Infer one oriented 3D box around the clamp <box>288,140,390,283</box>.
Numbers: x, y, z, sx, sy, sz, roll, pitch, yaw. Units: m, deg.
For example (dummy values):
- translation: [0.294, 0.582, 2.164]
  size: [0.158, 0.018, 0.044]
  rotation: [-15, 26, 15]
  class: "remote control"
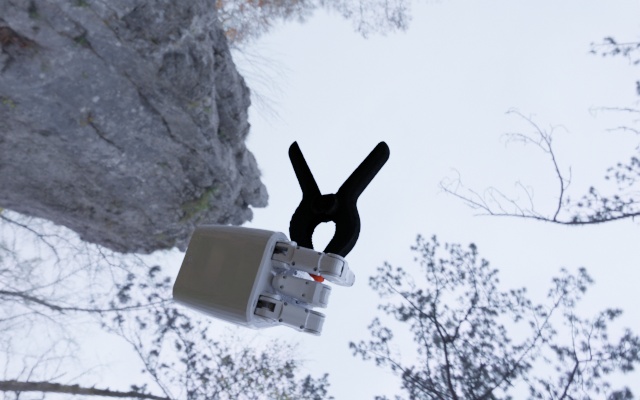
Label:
- translation: [0.000, 0.002, 0.530]
  size: [0.120, 0.171, 0.039]
  rotation: [9, -25, 27]
  class: "clamp"
